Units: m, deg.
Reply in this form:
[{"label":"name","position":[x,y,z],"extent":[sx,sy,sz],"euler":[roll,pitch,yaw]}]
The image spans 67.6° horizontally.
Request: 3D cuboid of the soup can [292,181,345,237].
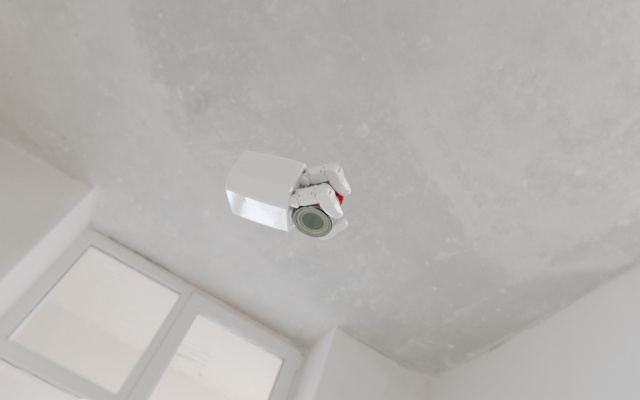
[{"label":"soup can","position":[0.001,0.003,0.785],"extent":[0.068,0.068,0.102],"euler":[0,39,21]}]
